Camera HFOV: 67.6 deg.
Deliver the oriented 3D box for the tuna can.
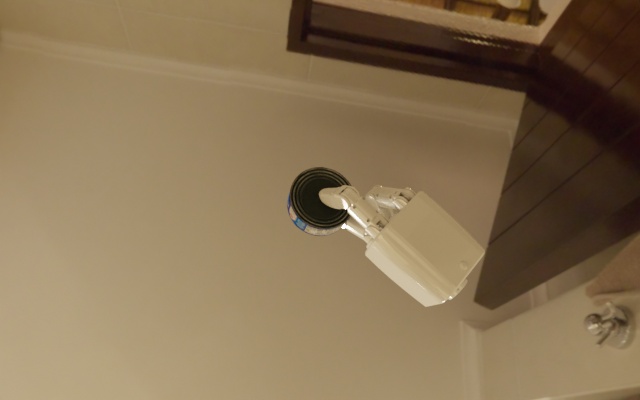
[{"bbox_3d":[0.000,0.002,0.620,0.086,0.086,0.034,0,-23,-13],"label":"tuna can"}]
